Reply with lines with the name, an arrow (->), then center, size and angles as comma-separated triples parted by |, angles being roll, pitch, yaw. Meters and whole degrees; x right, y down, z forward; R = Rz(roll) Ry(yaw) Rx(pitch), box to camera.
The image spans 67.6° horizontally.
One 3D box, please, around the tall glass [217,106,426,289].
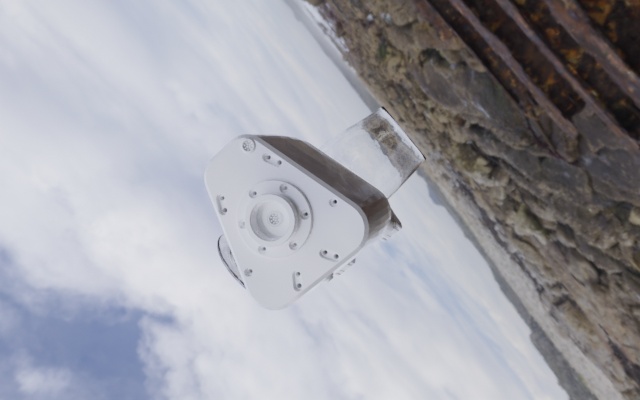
tall glass -> 0.000, 0.002, 0.447 | 0.201, 0.079, 0.079 | -40, -11, 13
